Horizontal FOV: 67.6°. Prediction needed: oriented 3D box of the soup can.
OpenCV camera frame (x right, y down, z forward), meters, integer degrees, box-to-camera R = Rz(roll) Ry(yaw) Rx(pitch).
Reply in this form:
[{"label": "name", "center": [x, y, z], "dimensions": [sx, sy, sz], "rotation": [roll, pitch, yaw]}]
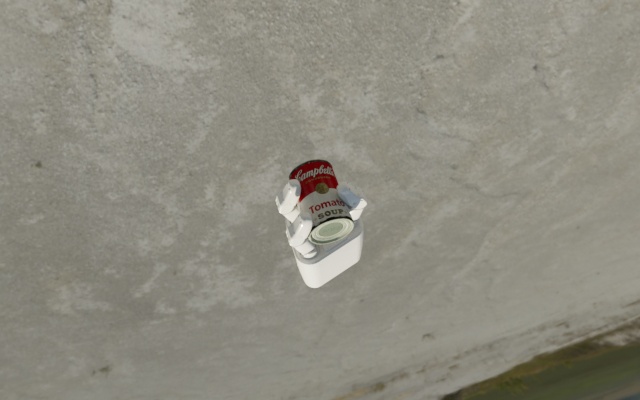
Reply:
[{"label": "soup can", "center": [0.000, 0.002, 0.673], "dimensions": [0.068, 0.102, 0.068], "rotation": [-15, -31, -9]}]
